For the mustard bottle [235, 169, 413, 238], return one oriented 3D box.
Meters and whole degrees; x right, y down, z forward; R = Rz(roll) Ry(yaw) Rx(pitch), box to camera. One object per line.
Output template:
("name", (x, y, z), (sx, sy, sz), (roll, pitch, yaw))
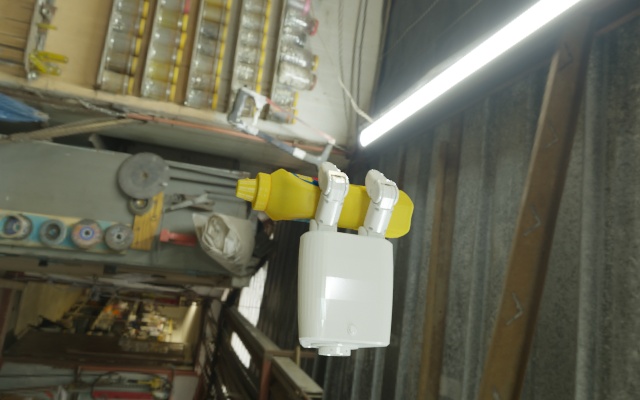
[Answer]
("mustard bottle", (0.000, 0.001, 0.543), (0.191, 0.058, 0.096), (9, 5, -16))
